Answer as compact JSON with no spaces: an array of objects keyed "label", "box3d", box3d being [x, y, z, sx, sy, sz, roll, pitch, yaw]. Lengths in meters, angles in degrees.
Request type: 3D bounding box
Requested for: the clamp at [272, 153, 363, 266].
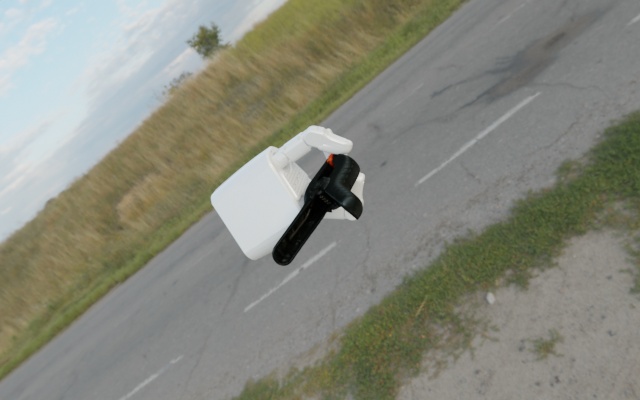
[{"label":"clamp","box3d":[0.000,0.001,0.544,0.120,0.039,0.171,-33,18,20]}]
